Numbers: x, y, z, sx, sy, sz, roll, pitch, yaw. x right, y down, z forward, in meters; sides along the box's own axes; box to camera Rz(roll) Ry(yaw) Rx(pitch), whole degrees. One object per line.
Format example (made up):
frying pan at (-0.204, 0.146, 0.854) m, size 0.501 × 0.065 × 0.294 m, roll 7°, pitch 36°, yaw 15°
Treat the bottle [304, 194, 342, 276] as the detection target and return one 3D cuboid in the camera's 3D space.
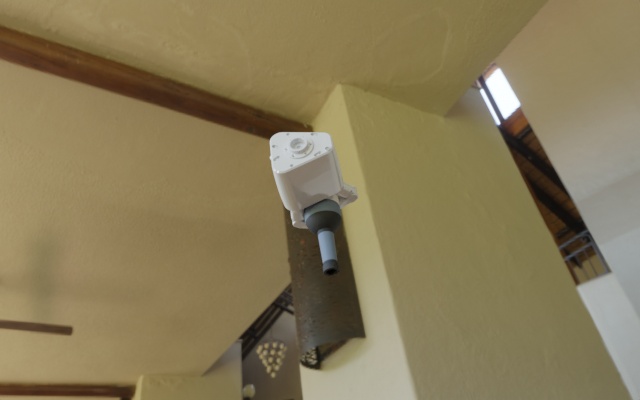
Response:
bottle at (0.000, 0.003, 0.880) m, size 0.069 × 0.295 × 0.069 m, roll -6°, pitch -37°, yaw -4°
